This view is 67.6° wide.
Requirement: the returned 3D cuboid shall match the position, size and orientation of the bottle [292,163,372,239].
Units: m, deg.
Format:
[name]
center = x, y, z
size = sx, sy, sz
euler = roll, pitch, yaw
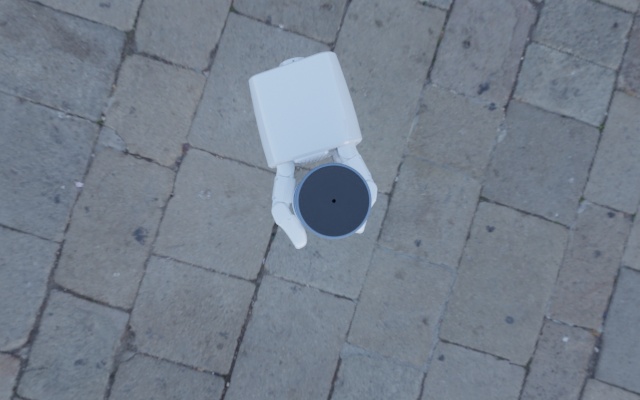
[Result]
[bottle]
center = 0.000, 0.002, 0.558
size = 0.069, 0.069, 0.296
euler = 0, -1, -5
